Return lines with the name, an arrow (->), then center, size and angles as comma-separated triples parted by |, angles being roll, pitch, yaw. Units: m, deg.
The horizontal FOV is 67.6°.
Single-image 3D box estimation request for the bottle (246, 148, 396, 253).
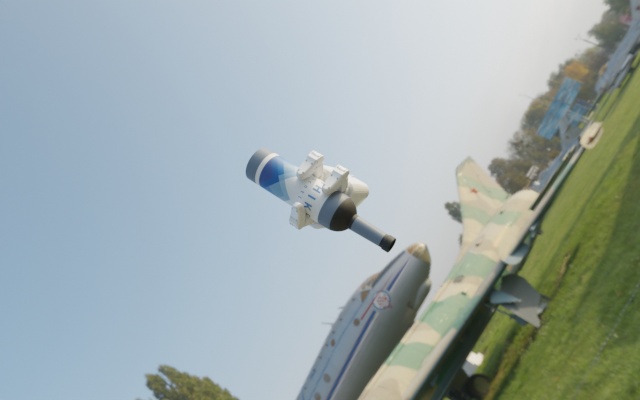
bottle -> 0.000, 0.003, 0.835 | 0.295, 0.069, 0.069 | 31, 12, 21
